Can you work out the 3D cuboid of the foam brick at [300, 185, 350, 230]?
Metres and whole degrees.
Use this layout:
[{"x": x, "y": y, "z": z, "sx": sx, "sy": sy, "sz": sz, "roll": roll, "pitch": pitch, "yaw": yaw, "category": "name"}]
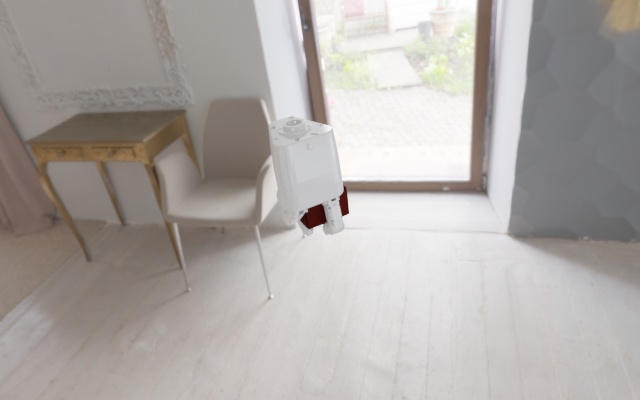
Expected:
[{"x": 0.000, "y": 0.002, "z": 0.767, "sx": 0.078, "sy": 0.051, "sz": 0.053, "roll": -20, "pitch": 32, "yaw": -20, "category": "foam brick"}]
